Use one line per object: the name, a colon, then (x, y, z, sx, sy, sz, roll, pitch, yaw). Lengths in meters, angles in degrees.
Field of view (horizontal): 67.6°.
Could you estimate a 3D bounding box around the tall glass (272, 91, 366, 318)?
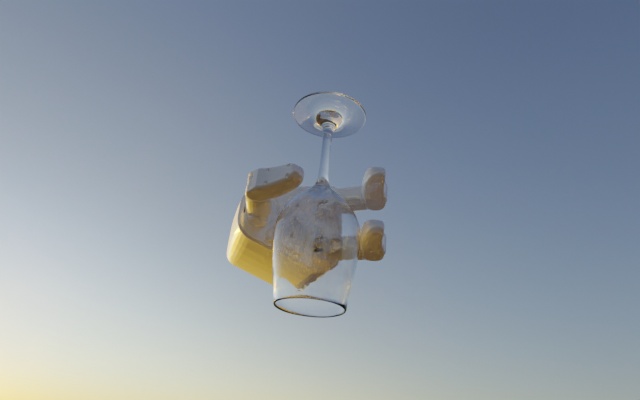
tall glass: (0.000, 0.001, 0.441, 0.079, 0.201, 0.079, 5, -28, 2)
